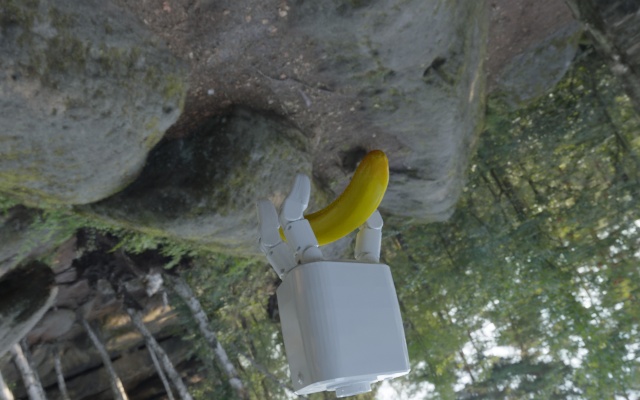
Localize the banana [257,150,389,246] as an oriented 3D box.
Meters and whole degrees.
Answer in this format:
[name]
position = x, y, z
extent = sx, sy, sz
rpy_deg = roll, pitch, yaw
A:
[banana]
position = 0.012, 0.011, 0.503
extent = 0.070, 0.037, 0.198
rpy_deg = 30, -40, -29
